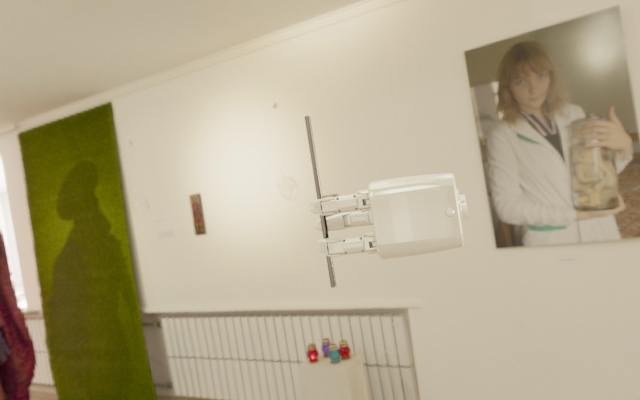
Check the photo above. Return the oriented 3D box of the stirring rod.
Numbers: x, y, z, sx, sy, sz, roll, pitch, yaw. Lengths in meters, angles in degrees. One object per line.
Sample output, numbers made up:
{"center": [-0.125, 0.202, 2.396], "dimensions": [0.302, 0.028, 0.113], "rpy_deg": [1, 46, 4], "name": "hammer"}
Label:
{"center": [0.000, 0.002, 0.665], "dimensions": [0.011, 0.239, 0.011], "rpy_deg": [-9, 2, 0], "name": "stirring rod"}
